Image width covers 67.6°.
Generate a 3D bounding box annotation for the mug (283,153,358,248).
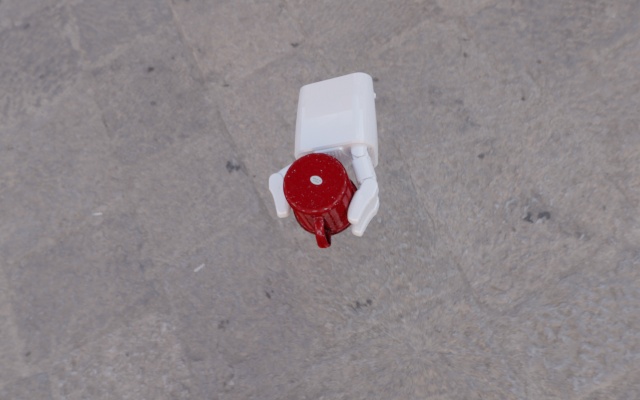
[{"bbox_3d":[0.000,0.003,0.604,0.093,0.117,0.081,-3,-20,11],"label":"mug"}]
